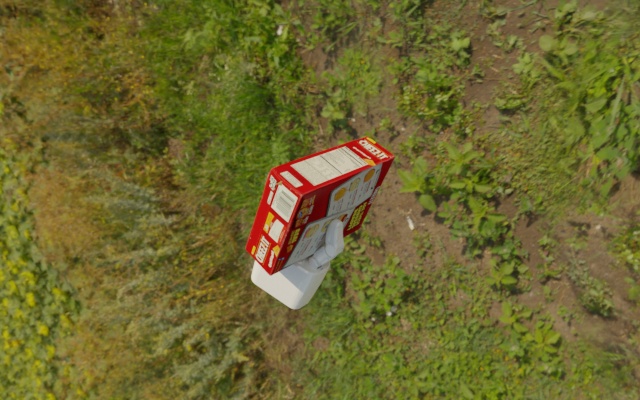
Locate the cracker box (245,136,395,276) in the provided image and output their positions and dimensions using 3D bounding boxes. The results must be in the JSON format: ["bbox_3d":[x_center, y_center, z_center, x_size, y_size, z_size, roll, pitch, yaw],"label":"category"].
[{"bbox_3d":[0.000,0.003,0.730,0.072,0.164,0.213,42,42,23],"label":"cracker box"}]
